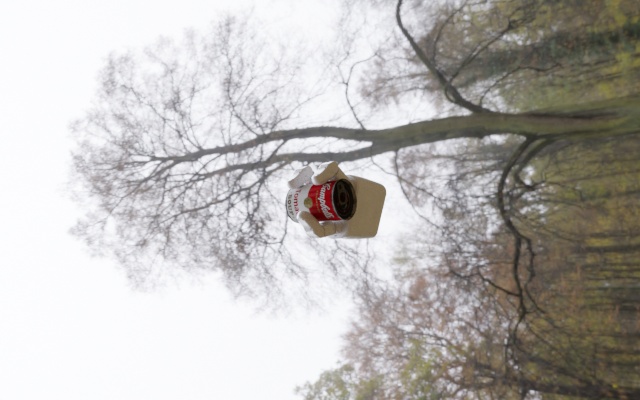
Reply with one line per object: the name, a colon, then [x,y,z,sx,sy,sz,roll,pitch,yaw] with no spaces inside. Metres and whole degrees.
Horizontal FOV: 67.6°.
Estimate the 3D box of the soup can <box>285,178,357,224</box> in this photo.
soup can: [0.000,0.003,0.796,0.102,0.068,0.068,-7,-4,37]
